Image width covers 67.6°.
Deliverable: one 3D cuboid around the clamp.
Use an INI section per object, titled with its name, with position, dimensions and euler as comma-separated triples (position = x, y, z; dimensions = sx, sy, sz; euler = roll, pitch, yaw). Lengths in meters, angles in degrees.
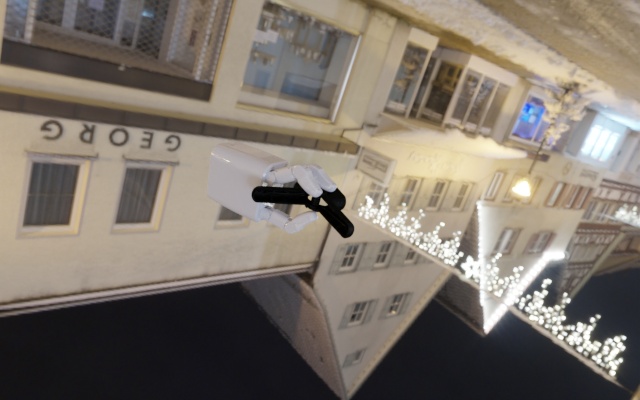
[clamp]
position = 0.000, 0.003, 0.792
dimensions = 0.164, 0.036, 0.210
euler = 25, 17, 14
